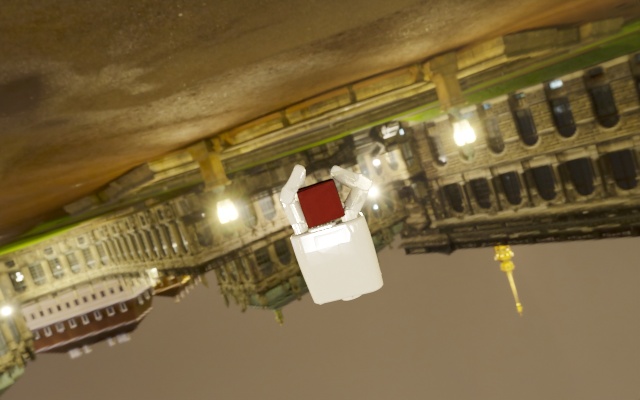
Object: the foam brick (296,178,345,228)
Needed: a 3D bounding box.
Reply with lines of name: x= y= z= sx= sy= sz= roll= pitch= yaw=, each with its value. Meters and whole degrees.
foam brick: x=0.000 y=0.002 z=0.651 sx=0.053 sy=0.051 sz=0.078 roll=-18 pitch=4 yaw=1
